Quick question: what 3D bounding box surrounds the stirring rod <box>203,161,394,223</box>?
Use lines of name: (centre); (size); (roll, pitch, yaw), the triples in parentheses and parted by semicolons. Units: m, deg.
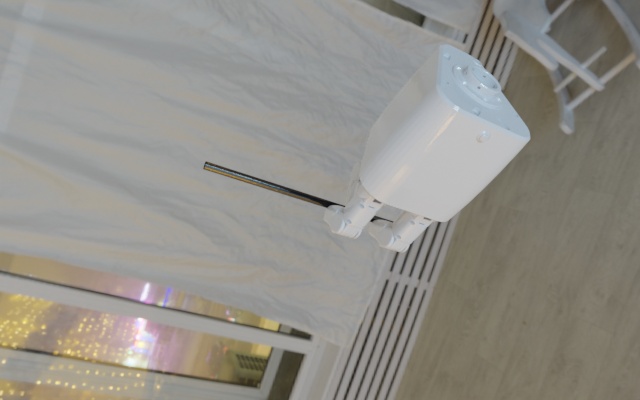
stirring rod: (0.000, 0.002, 0.483); (0.239, 0.011, 0.011); (18, -7, -22)
